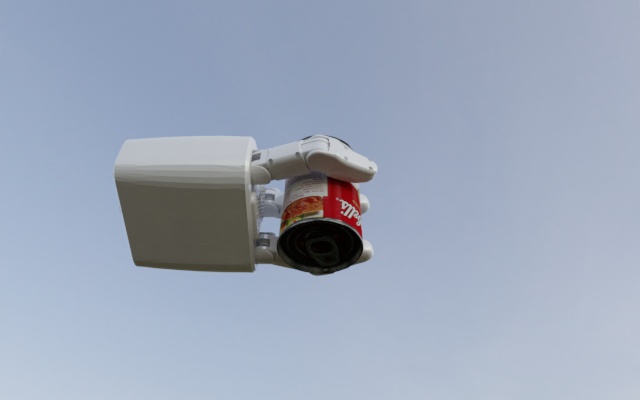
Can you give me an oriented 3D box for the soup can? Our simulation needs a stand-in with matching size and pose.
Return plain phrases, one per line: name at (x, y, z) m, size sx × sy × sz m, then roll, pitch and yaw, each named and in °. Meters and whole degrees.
soup can at (0.001, 0.001, 0.406) m, size 0.068 × 0.102 × 0.069 m, roll 0°, pitch -44°, yaw 0°
